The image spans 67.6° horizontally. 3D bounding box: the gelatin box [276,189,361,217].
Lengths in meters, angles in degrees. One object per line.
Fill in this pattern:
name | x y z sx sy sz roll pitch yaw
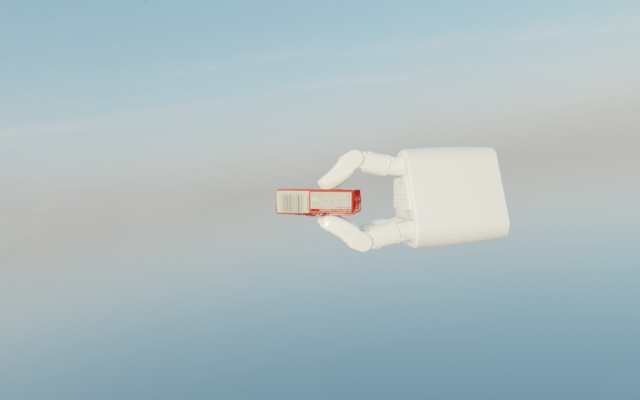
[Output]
gelatin box | 0.000 0.001 0.548 0.089 0.030 0.073 1 1 9
